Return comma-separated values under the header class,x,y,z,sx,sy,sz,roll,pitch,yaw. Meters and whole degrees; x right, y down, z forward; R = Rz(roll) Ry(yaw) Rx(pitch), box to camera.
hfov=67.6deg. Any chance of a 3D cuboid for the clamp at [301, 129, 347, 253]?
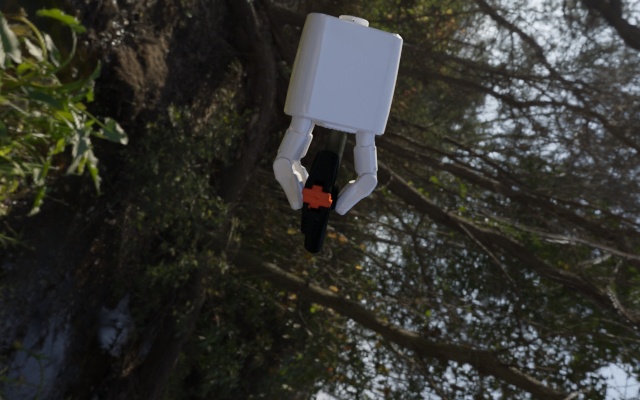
class,x,y,z,sx,sy,sz,roll,pitch,yaw
clamp,0.001,0.002,0.542,0.036,0.164,0.210,12,10,2
